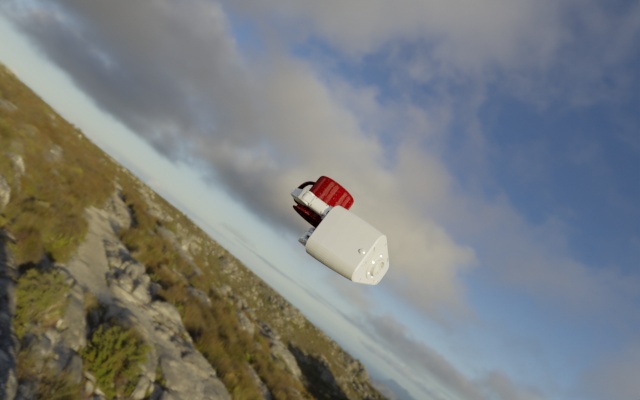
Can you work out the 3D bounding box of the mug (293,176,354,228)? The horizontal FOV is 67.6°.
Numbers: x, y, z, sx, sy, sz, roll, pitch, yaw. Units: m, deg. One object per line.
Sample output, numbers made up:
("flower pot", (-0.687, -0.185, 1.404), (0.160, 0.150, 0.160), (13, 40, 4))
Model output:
("mug", (-0.001, 0.002, 0.900), (0.117, 0.081, 0.093), (32, -12, 33))
